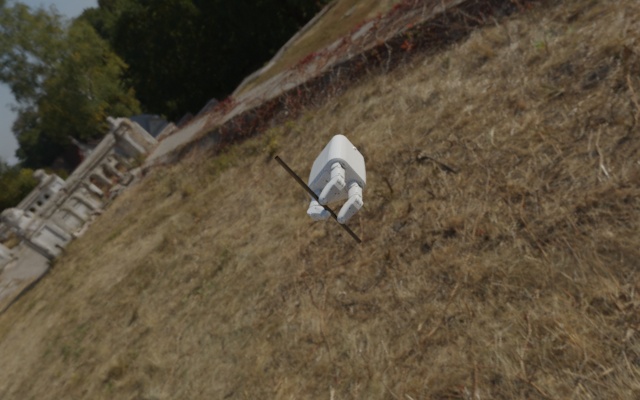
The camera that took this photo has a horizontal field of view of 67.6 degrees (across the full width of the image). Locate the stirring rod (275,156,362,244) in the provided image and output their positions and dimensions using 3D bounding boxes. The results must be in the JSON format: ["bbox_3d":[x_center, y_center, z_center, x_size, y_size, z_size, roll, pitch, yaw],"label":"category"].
[{"bbox_3d":[0.000,0.003,0.878,0.240,0.011,0.011,45,-23,-25],"label":"stirring rod"}]
